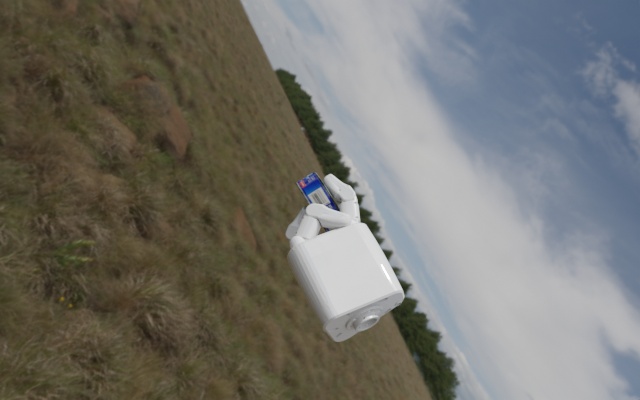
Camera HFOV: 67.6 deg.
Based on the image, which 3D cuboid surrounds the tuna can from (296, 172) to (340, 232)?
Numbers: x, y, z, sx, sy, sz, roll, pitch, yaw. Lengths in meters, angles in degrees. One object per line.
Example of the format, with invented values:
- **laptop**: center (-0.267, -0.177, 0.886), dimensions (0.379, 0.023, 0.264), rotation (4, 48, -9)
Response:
- **tuna can**: center (0.001, 0.002, 0.693), dimensions (0.034, 0.086, 0.086), rotation (-32, 1, -1)
